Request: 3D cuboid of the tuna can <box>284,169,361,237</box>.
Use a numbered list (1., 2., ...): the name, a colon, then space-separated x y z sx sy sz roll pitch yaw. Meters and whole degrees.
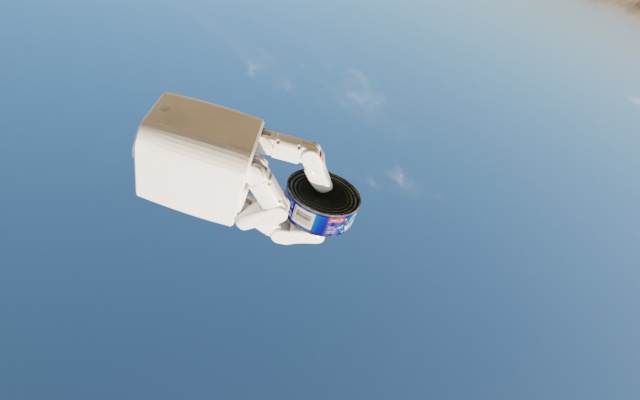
1. tuna can: 0.000 0.002 0.541 0.086 0.034 0.086 13 34 -9
